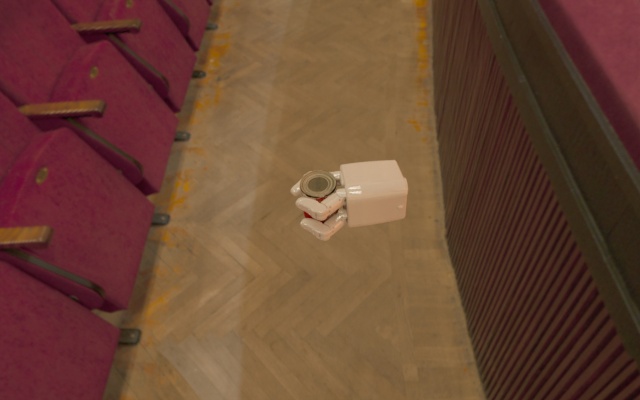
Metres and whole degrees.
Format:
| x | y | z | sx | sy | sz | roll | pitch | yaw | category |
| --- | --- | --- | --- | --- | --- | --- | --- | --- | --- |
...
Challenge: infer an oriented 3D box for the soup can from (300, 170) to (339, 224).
| x | y | z | sx | sy | sz | roll | pitch | yaw | category |
| --- | --- | --- | --- | --- | --- | --- | --- | --- | --- |
| 0.000 | 0.003 | 0.874 | 0.068 | 0.068 | 0.102 | 0 | -41 | 6 | soup can |
